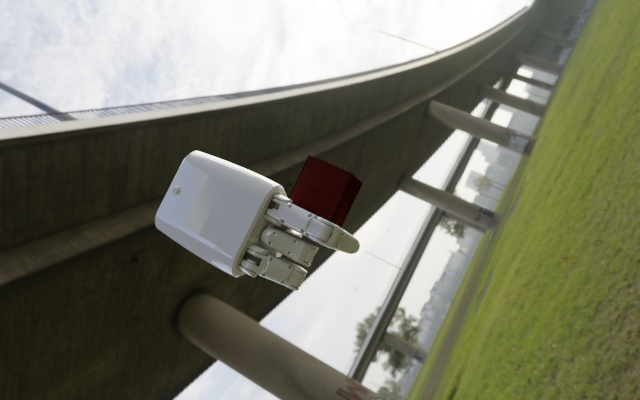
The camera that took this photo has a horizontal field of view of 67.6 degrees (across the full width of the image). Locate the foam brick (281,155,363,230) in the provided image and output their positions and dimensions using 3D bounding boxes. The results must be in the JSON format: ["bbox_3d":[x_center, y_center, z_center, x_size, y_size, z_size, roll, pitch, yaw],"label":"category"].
[{"bbox_3d":[0.000,0.001,0.492,0.051,0.078,0.053,25,-3,19],"label":"foam brick"}]
